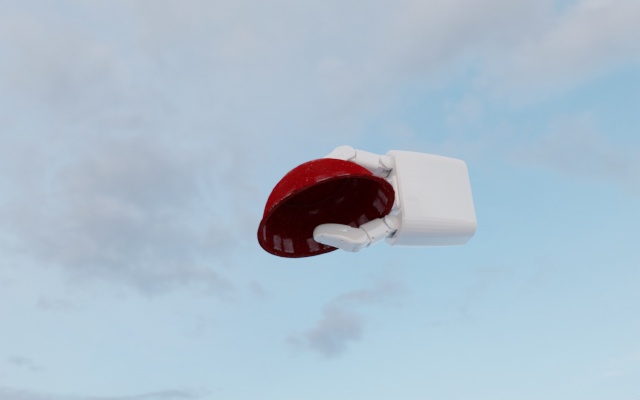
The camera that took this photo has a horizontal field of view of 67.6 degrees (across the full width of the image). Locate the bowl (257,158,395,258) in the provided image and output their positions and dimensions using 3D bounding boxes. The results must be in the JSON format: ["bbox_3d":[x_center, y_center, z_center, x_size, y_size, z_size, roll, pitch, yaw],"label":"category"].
[{"bbox_3d":[-0.001,0.001,0.543,0.162,0.055,0.162,-16,-31,-10],"label":"bowl"}]
